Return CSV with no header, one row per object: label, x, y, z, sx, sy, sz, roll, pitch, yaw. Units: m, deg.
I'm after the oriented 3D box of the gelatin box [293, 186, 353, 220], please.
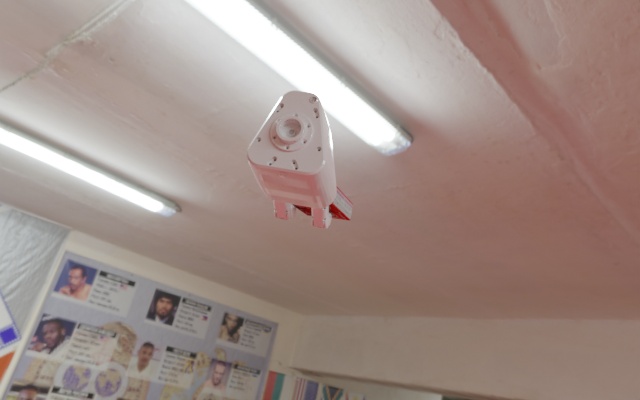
gelatin box,0.000,0.002,0.704,0.073,0.030,0.089,6,-15,22
